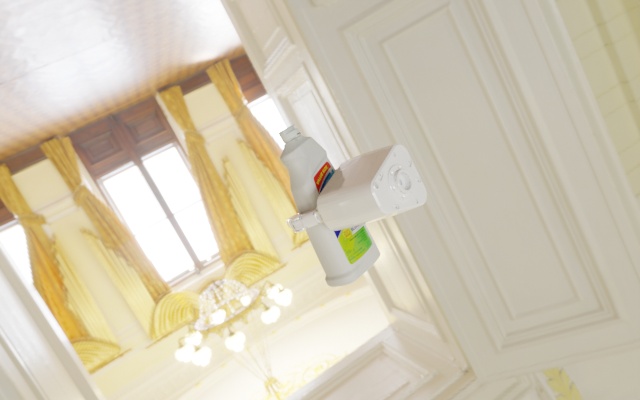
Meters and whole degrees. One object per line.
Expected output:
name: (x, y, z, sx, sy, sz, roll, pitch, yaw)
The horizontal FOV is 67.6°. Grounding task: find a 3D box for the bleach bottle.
bleach bottle: (0.000, 0.002, 0.746, 0.068, 0.251, 0.102, -19, 12, 47)
